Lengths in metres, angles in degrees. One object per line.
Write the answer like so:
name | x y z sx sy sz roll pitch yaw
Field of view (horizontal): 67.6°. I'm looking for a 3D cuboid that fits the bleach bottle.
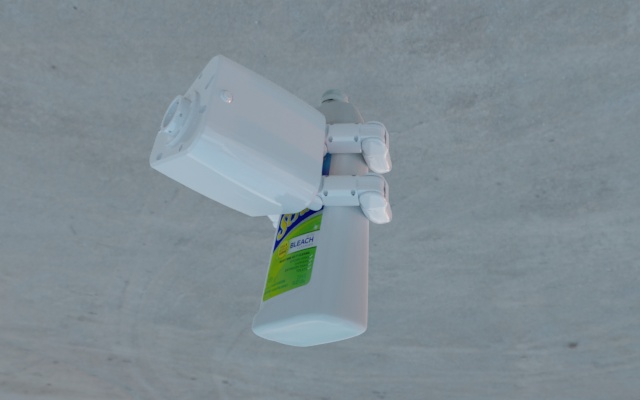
bleach bottle | 0.000 0.002 0.454 0.068 0.250 0.102 27 -37 -33
